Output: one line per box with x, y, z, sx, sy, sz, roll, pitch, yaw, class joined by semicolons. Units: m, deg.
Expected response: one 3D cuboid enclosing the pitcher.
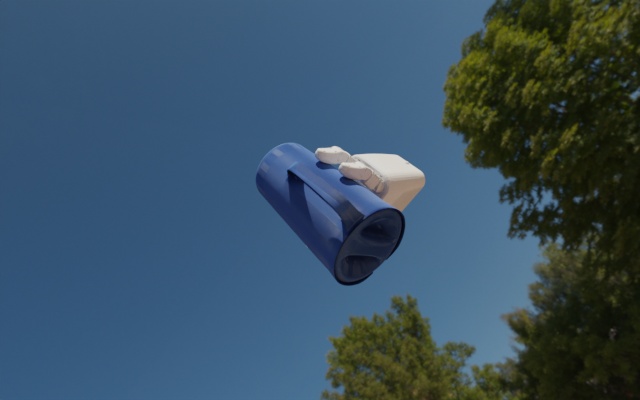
0.000;0.002;0.733;0.145;0.149;0.242;-10;38;-40;pitcher
